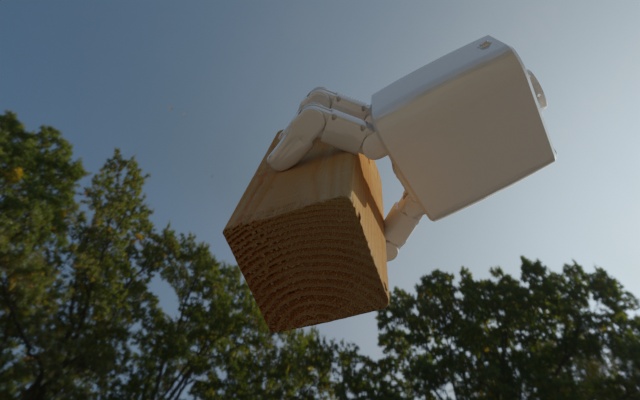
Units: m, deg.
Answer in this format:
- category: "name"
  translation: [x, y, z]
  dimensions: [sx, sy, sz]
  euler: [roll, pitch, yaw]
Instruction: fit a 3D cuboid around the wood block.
- category: "wood block"
  translation: [0.001, 0.001, 0.404]
  dimensions: [0.090, 0.091, 0.206]
  euler: [-16, 23, 13]
